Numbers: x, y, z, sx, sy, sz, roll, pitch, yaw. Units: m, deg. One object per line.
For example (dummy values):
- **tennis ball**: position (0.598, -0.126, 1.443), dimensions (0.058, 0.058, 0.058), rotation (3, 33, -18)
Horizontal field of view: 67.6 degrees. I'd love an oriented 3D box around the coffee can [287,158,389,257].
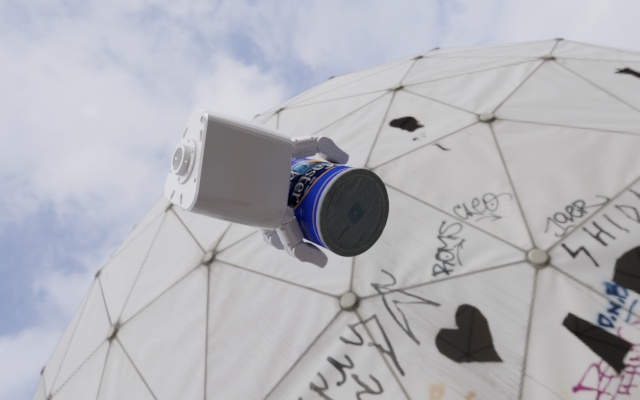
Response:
- **coffee can**: position (0.000, 0.002, 0.592), dimensions (0.103, 0.103, 0.140), rotation (0, 10, -36)
